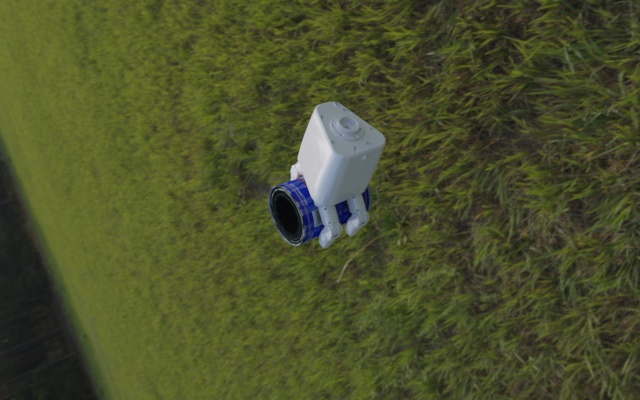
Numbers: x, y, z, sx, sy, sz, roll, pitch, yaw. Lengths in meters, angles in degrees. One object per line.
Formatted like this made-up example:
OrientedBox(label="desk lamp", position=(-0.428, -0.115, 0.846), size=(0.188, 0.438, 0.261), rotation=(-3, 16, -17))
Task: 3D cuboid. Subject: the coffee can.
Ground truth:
OrientedBox(label="coffee can", position=(0.000, 0.003, 0.789), size=(0.140, 0.103, 0.103), rotation=(-22, 12, -31))
